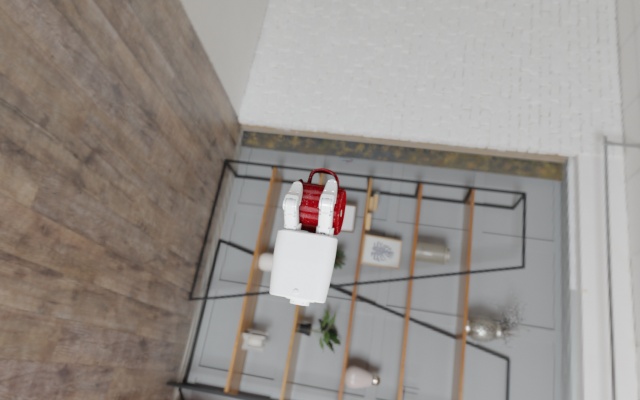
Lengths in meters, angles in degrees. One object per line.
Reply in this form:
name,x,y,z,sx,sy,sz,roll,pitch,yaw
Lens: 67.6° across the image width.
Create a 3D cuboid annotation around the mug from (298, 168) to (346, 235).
mug,0.001,0.001,0.821,0.081,0.117,0.093,8,-9,10
